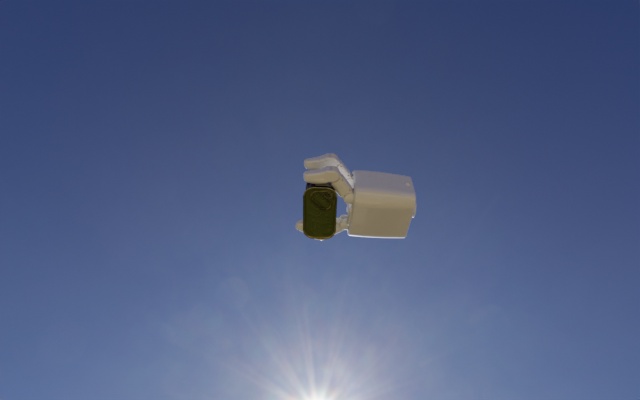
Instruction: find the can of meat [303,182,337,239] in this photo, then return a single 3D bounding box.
[{"bbox_3d":[0.000,0.003,0.842,0.057,0.102,0.084,2,30,1],"label":"can of meat"}]
